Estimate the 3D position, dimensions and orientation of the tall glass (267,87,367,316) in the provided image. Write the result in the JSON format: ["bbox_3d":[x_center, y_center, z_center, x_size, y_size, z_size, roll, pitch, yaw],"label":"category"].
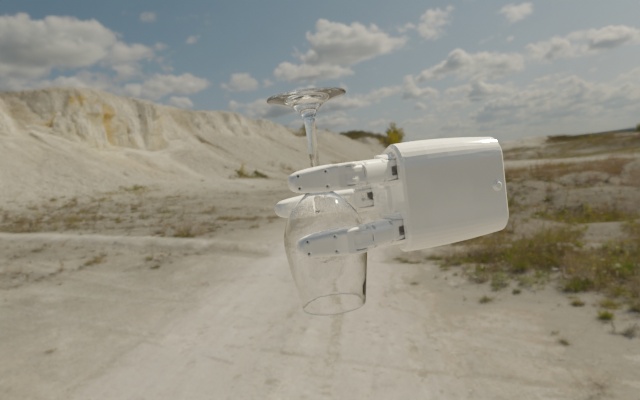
[{"bbox_3d":[0.000,0.001,0.449,0.079,0.201,0.079,-7,4,0],"label":"tall glass"}]
